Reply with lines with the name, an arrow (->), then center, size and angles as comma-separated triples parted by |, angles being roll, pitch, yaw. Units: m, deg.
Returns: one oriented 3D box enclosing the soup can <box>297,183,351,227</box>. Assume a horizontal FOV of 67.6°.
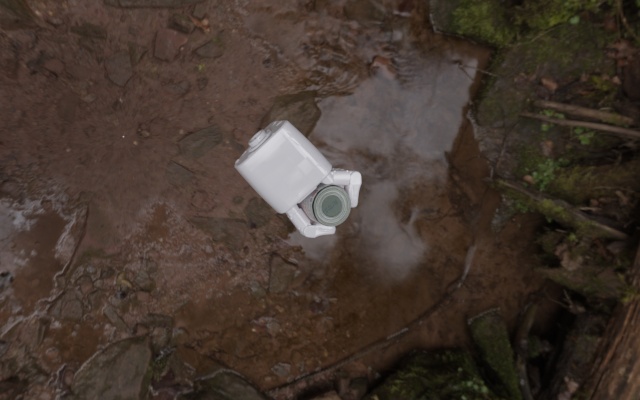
soup can -> 0.000, 0.003, 0.795 | 0.068, 0.068, 0.102 | 0, 7, -22
